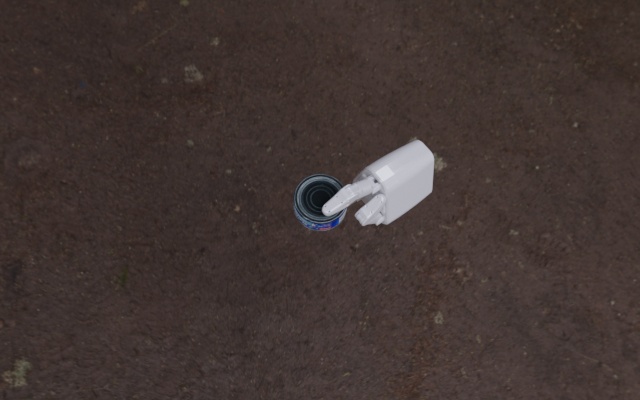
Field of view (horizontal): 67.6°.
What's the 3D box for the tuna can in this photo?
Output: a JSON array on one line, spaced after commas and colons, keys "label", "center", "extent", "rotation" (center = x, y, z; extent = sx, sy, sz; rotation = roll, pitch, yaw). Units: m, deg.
[{"label": "tuna can", "center": [0.000, 0.002, 0.749], "extent": [0.086, 0.086, 0.034], "rotation": [0, -23, -2]}]
